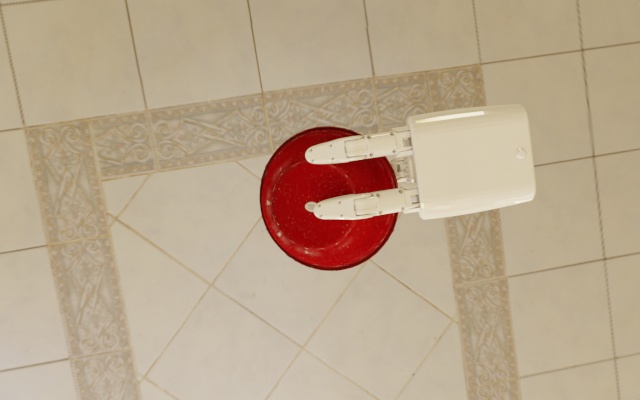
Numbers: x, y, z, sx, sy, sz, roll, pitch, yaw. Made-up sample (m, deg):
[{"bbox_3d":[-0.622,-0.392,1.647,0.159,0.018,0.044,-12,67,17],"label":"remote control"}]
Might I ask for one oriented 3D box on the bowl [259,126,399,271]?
[{"bbox_3d":[-0.001,0.002,0.506,0.162,0.162,0.055,0,6,16],"label":"bowl"}]
